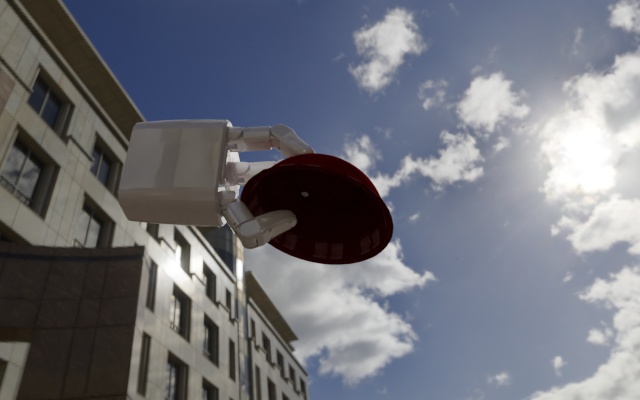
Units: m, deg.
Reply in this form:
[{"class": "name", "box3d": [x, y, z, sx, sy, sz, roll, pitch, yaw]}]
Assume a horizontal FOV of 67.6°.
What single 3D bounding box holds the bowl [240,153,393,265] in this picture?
[{"class": "bowl", "box3d": [0.001, 0.002, 0.510, 0.162, 0.055, 0.162, 10, -39, 8]}]
